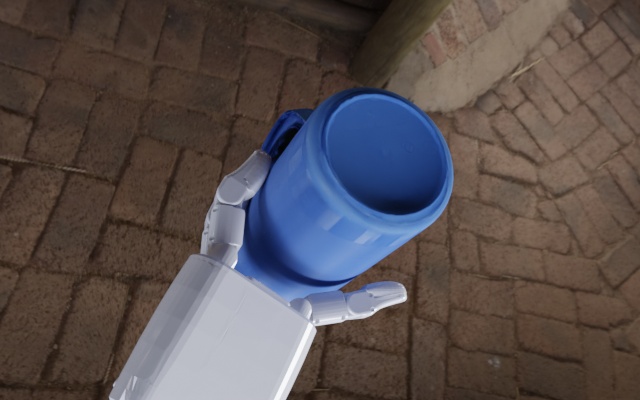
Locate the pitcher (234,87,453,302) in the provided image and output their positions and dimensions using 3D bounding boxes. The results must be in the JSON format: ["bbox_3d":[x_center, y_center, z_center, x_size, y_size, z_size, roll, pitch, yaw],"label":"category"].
[{"bbox_3d":[0.000,0.002,0.413,0.149,0.145,0.243,33,-28,-5],"label":"pitcher"}]
